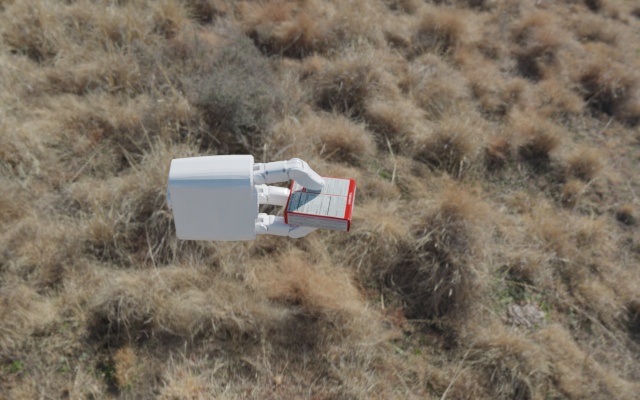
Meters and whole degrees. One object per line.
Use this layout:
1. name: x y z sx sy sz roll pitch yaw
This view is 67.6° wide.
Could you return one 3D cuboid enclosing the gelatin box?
1. gelatin box: 0.000 0.002 0.651 0.089 0.073 0.030 6 -41 6
